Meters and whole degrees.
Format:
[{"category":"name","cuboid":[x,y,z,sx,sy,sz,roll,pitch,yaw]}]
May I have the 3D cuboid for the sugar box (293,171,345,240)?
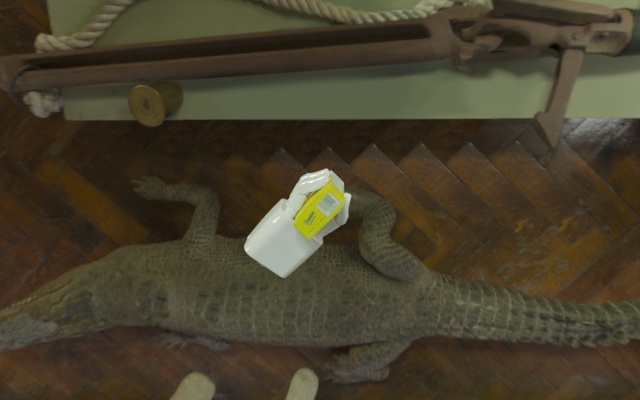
[{"category":"sugar box","cuboid":[0.000,0.003,0.892,0.048,0.093,0.176,43,11,-11]}]
